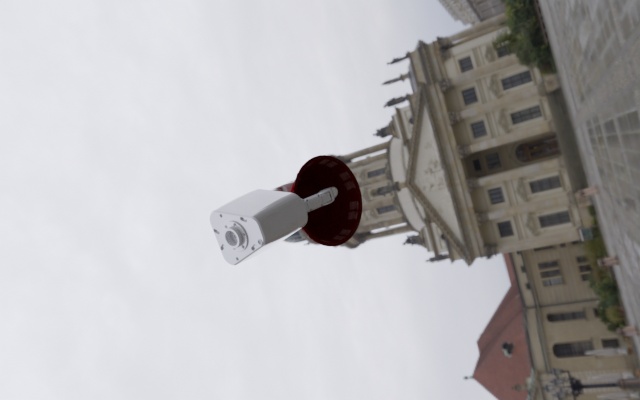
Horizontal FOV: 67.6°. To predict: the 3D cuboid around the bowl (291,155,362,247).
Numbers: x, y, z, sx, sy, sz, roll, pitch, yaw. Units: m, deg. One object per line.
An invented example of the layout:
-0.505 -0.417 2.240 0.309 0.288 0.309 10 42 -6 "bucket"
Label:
0.001 0.003 0.856 0.162 0.162 0.055 0 -7 -40 "bowl"
